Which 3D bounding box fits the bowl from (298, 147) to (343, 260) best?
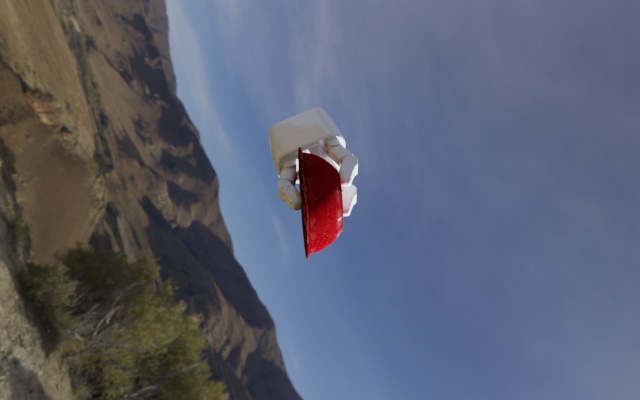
[{"bbox_3d":[0.001,0.003,0.689,0.055,0.162,0.162,-4,0,-4],"label":"bowl"}]
